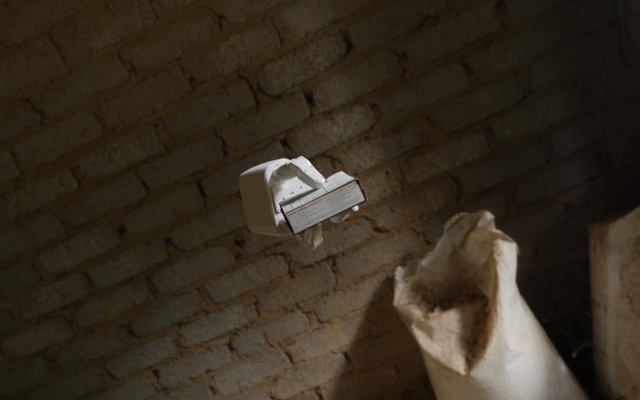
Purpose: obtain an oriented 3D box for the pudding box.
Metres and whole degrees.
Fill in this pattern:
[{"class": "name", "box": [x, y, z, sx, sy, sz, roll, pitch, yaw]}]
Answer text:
[{"class": "pudding box", "box": [0.000, 0.002, 0.672, 0.113, 0.039, 0.090, -27, 14, -4]}]
